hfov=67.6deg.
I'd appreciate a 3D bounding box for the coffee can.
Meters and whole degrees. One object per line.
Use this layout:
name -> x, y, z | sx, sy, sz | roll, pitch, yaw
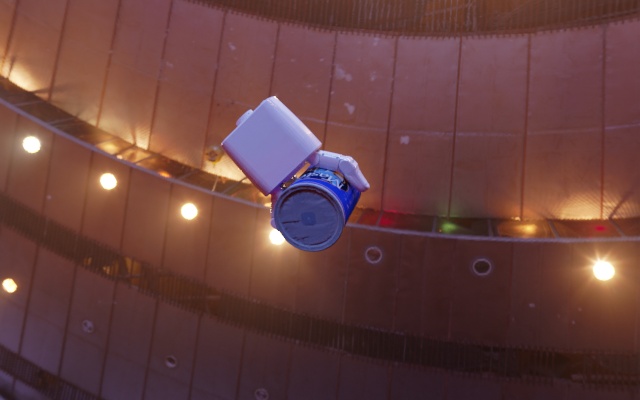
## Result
coffee can -> 0.000, 0.003, 0.730 | 0.103, 0.103, 0.140 | 0, 20, 15
